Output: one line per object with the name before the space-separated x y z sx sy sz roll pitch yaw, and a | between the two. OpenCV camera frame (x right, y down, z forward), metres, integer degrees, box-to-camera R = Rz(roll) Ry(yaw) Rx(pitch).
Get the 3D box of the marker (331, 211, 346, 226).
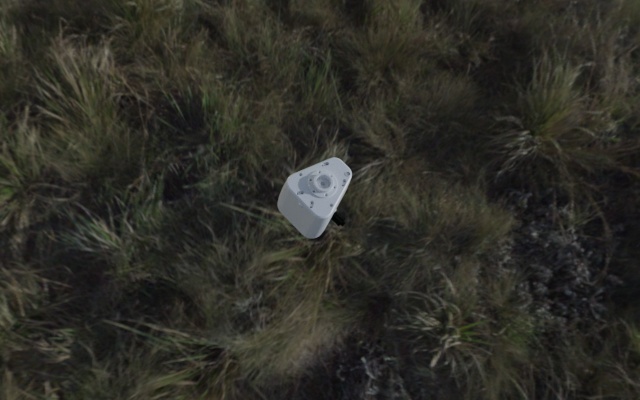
marker | 0.000 0.003 0.879 0.121 0.020 0.020 44 6 7
